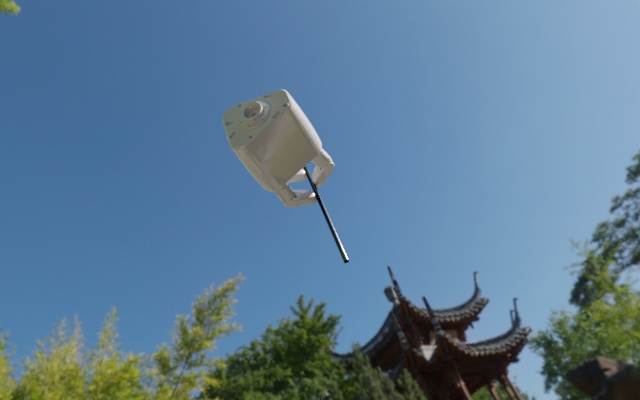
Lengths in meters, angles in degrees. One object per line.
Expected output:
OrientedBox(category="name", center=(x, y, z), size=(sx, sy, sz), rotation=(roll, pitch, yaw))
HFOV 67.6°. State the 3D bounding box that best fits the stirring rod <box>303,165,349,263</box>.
OrientedBox(category="stirring rod", center=(0.000, 0.003, 0.770), size=(0.011, 0.239, 0.011), rotation=(-14, -39, -12))
